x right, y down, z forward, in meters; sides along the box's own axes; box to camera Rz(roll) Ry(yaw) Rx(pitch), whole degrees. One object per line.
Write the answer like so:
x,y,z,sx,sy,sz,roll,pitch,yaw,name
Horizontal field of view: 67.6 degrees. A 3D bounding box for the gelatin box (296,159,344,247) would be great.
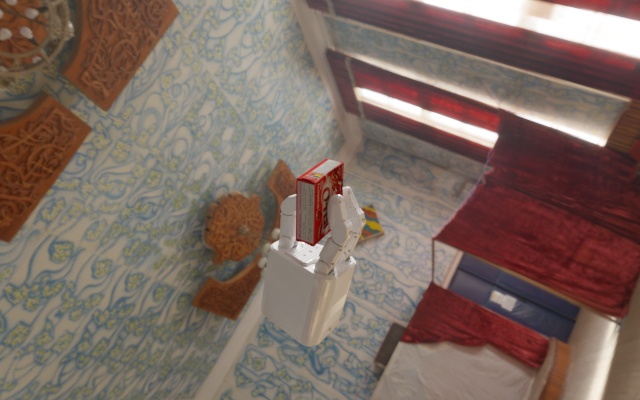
0.000,0.002,0.596,0.030,0.089,0.073,15,30,25,gelatin box
